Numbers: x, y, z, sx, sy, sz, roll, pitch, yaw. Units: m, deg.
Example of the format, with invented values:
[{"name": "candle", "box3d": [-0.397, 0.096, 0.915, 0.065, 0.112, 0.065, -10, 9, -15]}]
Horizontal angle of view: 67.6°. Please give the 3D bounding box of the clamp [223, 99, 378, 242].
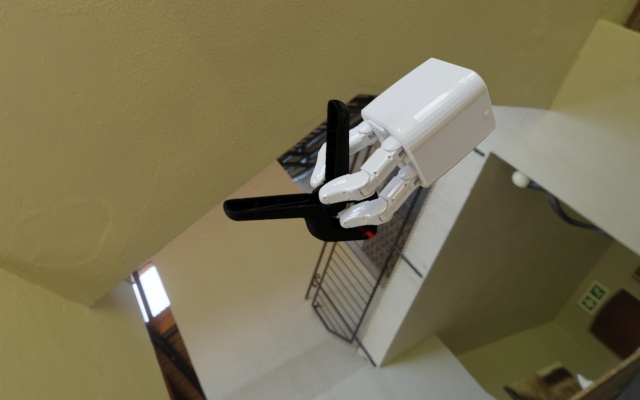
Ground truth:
[{"name": "clamp", "box3d": [0.000, 0.001, 0.547, 0.164, 0.036, 0.210, -37, -41, 3]}]
